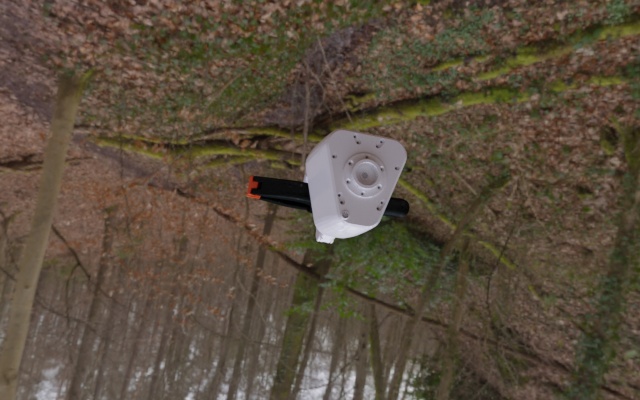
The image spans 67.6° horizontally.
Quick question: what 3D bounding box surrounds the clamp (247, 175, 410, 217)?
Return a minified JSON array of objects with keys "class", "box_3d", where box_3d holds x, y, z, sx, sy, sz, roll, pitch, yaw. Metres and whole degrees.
[{"class":"clamp","box_3d":[0.000,0.003,0.680,0.210,0.036,0.164,10,-10,-10]}]
